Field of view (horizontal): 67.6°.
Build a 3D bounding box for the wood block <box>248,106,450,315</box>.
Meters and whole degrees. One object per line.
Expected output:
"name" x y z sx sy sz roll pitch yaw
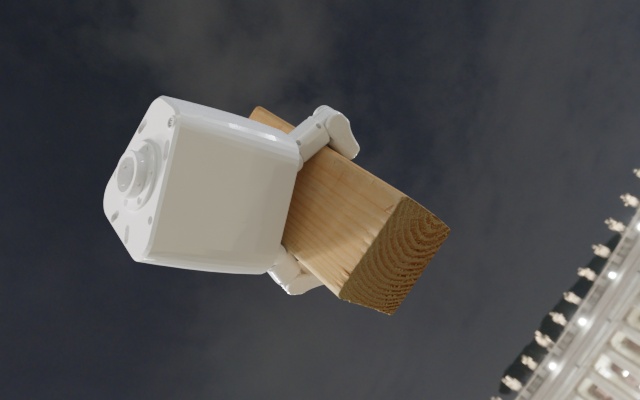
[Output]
"wood block" 0.000 0.001 0.439 0.206 0.091 0.090 37 5 42
